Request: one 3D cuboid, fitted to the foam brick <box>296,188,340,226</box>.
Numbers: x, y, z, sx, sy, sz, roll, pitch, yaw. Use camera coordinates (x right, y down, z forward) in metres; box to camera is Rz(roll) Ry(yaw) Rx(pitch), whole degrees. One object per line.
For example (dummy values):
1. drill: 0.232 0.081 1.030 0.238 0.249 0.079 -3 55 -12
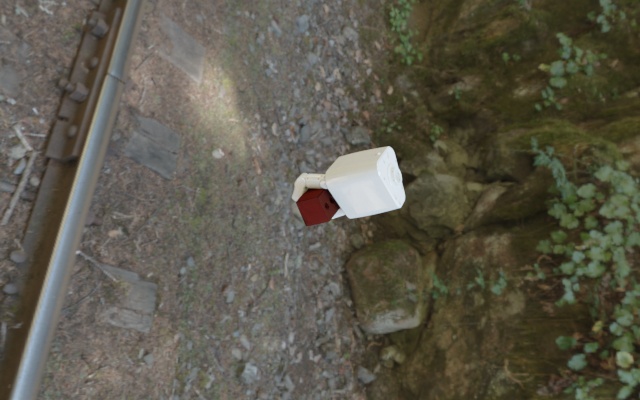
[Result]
1. foam brick: 0.000 0.003 0.882 0.051 0.053 0.078 -12 23 32
